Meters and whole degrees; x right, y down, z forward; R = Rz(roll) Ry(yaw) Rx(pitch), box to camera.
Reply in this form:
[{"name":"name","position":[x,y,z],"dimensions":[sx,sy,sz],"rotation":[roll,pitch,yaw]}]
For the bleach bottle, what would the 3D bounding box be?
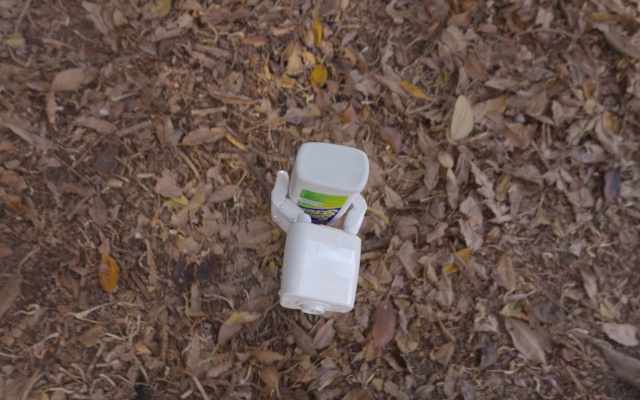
[{"name":"bleach bottle","position":[0.000,0.002,0.742],"dimensions":[0.102,0.068,0.251],"rotation":[10,-24,-3]}]
